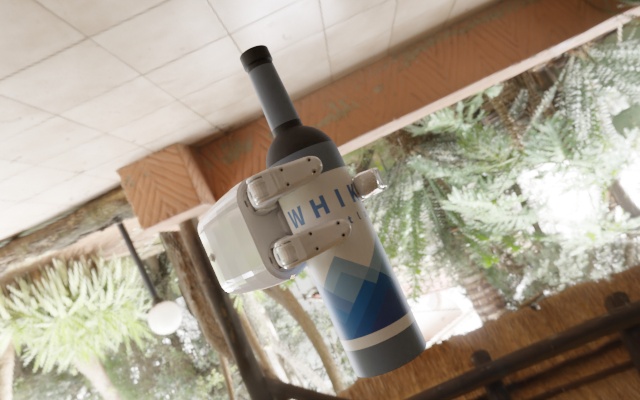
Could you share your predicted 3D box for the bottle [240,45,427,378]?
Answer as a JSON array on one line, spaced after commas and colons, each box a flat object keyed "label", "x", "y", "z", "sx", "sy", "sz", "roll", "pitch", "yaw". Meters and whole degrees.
[{"label": "bottle", "x": 0.000, "y": 0.002, "z": 0.418, "sx": 0.069, "sy": 0.295, "sz": 0.069, "roll": -24, "pitch": -4, "yaw": -2}]
